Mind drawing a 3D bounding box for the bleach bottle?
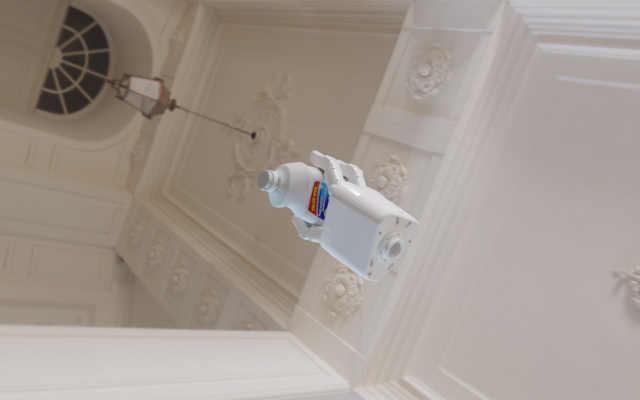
[{"bbox_3d":[0.000,0.002,0.781,0.251,0.102,0.068,16,14,-44],"label":"bleach bottle"}]
